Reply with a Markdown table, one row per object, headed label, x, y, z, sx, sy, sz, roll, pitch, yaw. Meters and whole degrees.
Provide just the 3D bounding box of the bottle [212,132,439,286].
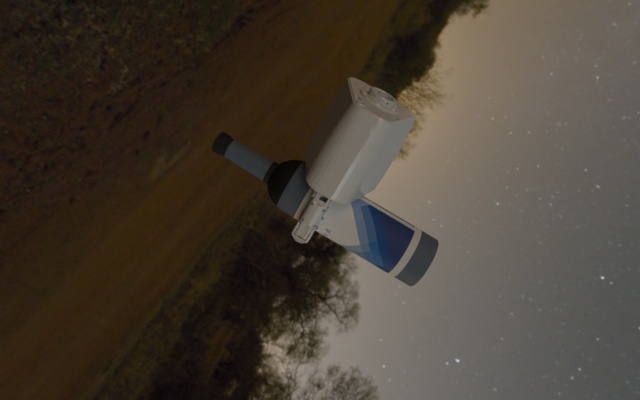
| label | x | y | z | sx | sy | sz | roll | pitch | yaw |
| --- | --- | --- | --- | --- | --- | --- | --- | --- | --- |
| bottle | 0.000 | 0.002 | 0.586 | 0.296 | 0.069 | 0.069 | 31 | 0 | 0 |
